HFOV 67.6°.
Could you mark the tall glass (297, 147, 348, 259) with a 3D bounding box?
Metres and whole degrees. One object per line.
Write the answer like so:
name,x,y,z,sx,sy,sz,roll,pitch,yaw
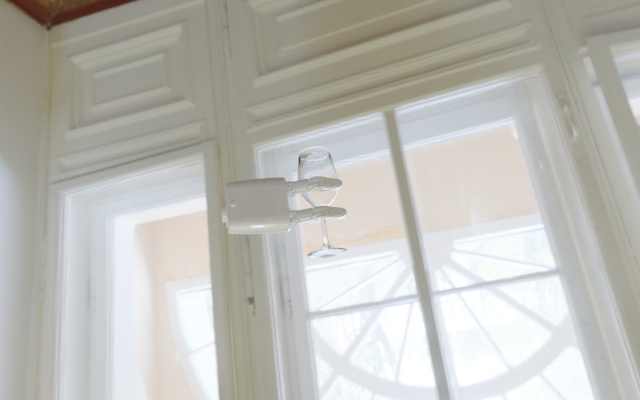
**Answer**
tall glass,0.000,0.004,0.889,0.079,0.201,0.079,-7,-19,-2
